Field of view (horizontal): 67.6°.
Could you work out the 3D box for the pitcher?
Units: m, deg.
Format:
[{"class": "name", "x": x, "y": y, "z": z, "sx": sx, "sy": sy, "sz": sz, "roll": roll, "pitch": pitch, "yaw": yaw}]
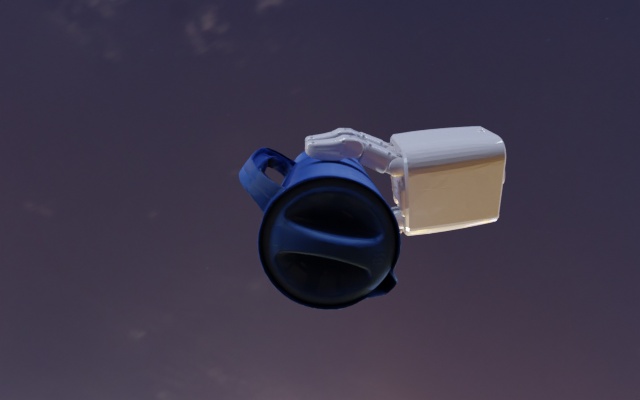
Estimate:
[{"class": "pitcher", "x": 0.000, "y": 0.002, "z": 0.546, "sx": 0.145, "sy": 0.149, "sz": 0.242, "roll": -7, "pitch": 17, "yaw": 2}]
